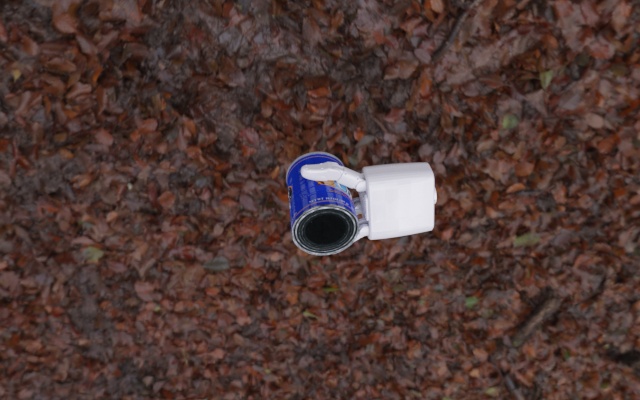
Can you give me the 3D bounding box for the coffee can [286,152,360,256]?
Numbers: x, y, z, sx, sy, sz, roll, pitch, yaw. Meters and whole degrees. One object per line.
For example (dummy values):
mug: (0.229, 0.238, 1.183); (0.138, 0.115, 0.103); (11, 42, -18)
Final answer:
coffee can: (0.000, 0.002, 0.765); (0.103, 0.103, 0.140); (0, 39, -8)
